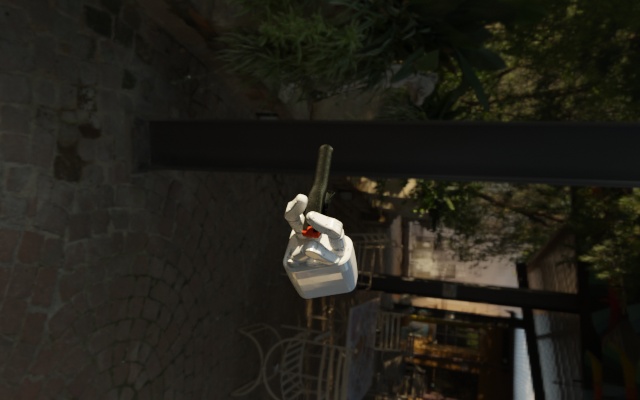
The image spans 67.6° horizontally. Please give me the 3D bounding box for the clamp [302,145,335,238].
[{"bbox_3d":[0.001,0.003,0.814,0.039,0.171,0.120,3,-38,16],"label":"clamp"}]
